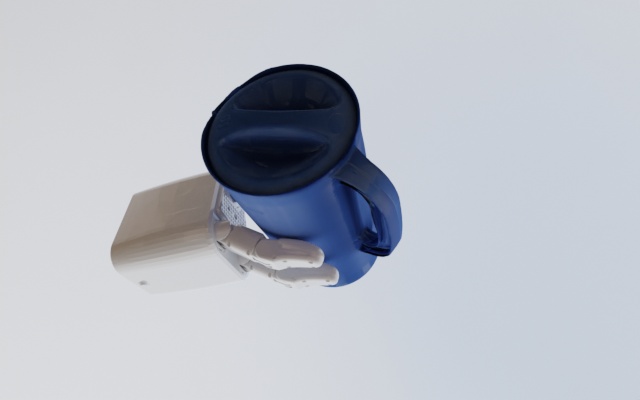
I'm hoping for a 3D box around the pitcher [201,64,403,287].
[{"bbox_3d":[0.000,0.002,0.470,0.145,0.149,0.243,-14,-33,7],"label":"pitcher"}]
